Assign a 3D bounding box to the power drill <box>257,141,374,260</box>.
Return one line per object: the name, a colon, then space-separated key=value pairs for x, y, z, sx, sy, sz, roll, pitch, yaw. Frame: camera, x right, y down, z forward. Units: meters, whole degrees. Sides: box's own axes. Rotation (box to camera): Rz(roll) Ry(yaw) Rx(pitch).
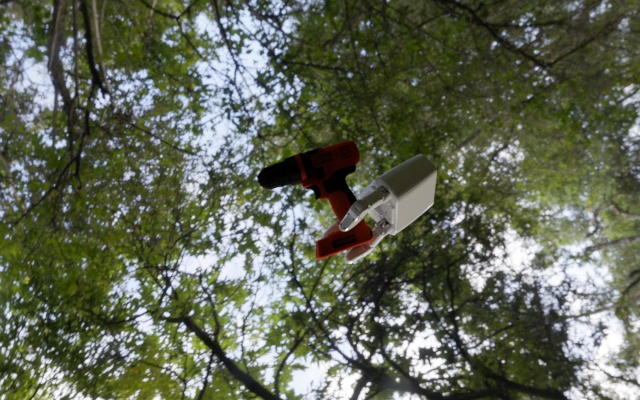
power drill: x=0.001 y=0.003 z=0.826 sx=0.184 sy=0.187 sz=0.057 roll=-18 pitch=-6 yaw=-3
